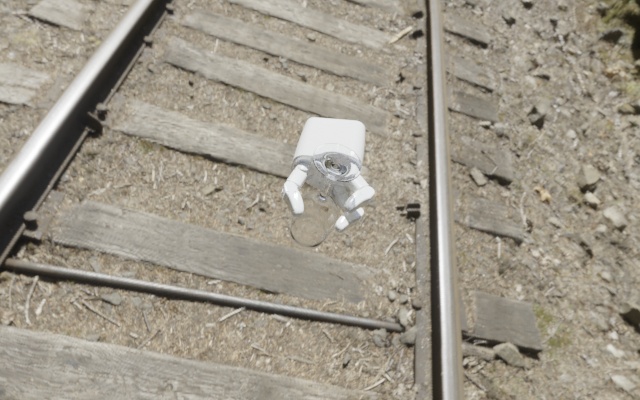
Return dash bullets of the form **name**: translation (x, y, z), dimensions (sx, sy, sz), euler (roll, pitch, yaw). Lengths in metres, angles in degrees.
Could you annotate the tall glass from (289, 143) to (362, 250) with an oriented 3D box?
- **tall glass**: translation (0.000, 0.002, 0.769), dimensions (0.079, 0.079, 0.201), euler (0, -37, -18)
